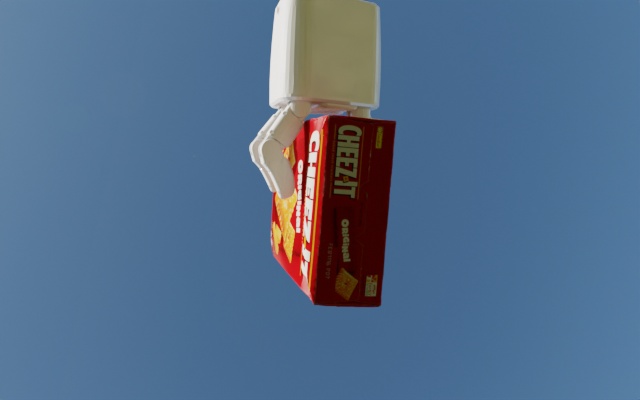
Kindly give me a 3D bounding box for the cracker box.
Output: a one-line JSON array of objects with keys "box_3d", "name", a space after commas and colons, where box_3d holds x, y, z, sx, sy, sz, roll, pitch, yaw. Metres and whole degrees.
[{"box_3d": [0.000, 0.002, 0.503, 0.072, 0.164, 0.213, 3, 4, -15], "name": "cracker box"}]
